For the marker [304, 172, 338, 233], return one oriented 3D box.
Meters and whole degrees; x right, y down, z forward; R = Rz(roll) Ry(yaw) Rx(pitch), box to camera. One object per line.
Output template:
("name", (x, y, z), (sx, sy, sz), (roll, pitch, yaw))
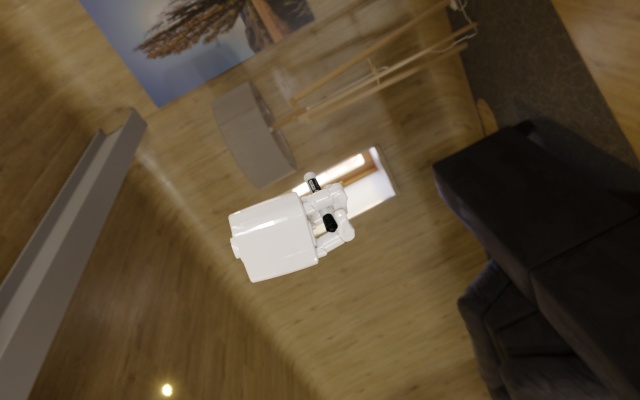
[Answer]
("marker", (0.000, 0.002, 0.714), (0.020, 0.020, 0.121), (0, 42, -24))
